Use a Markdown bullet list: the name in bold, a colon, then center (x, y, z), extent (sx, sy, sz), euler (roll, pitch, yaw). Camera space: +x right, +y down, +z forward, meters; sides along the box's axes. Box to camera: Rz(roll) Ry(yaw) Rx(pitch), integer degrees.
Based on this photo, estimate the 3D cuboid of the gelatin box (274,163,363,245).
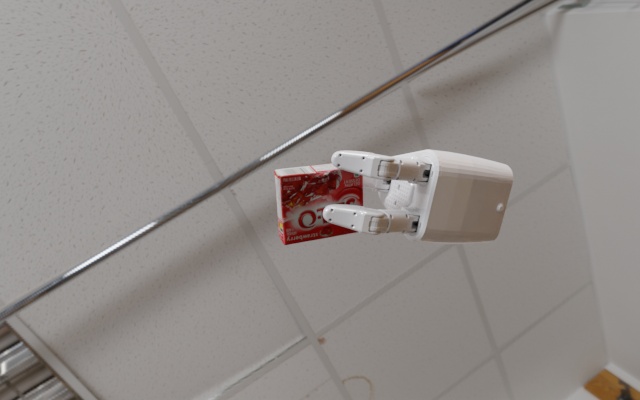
- **gelatin box**: center (0.000, 0.002, 0.491), extent (0.089, 0.073, 0.030), euler (-8, 20, -16)
